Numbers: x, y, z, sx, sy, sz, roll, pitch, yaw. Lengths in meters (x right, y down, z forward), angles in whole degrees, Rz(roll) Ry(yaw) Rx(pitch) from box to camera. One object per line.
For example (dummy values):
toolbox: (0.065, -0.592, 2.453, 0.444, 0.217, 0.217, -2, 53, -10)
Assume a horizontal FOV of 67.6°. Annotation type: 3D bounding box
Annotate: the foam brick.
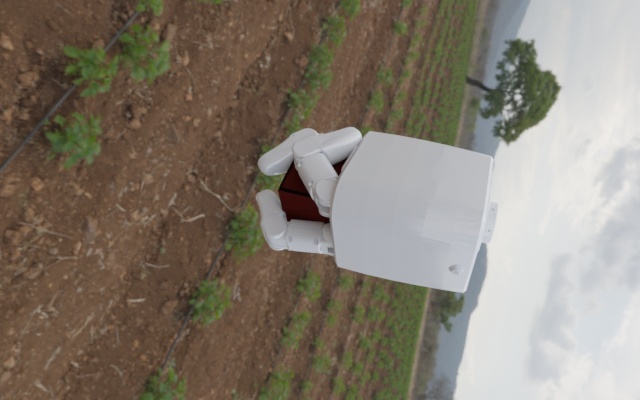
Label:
foam brick: (0.000, 0.001, 0.425, 0.051, 0.053, 0.078, 12, -36, 16)
